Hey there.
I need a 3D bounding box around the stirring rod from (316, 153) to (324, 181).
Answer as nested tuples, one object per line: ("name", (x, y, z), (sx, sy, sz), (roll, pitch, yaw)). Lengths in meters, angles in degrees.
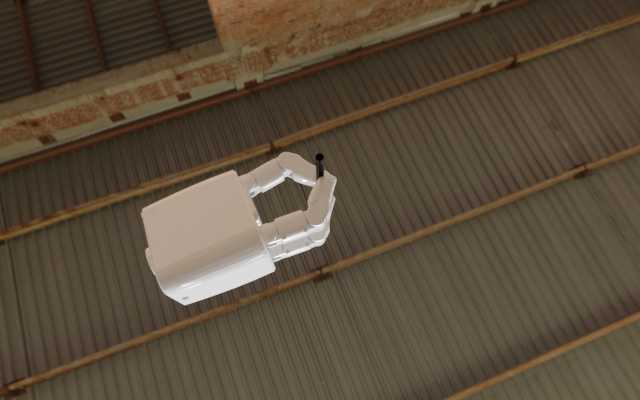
("stirring rod", (0.000, 0.002, 0.563), (0.011, 0.011, 0.240), (0, -21, 0))
